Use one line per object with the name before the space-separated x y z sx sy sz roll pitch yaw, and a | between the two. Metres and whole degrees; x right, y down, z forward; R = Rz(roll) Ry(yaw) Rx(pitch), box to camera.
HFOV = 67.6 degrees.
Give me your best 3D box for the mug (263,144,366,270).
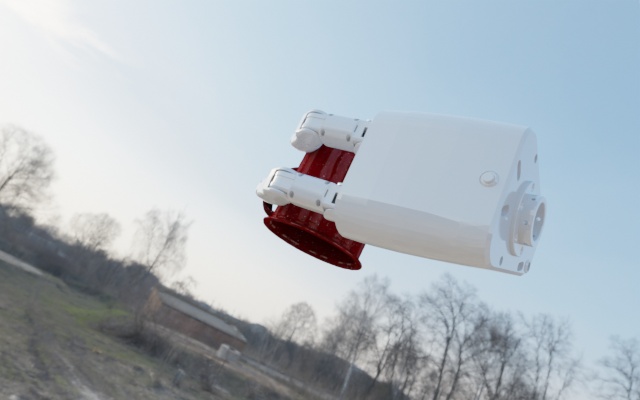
mug | -0.001 0.001 0.424 0.117 0.081 0.093 14 -20 36
